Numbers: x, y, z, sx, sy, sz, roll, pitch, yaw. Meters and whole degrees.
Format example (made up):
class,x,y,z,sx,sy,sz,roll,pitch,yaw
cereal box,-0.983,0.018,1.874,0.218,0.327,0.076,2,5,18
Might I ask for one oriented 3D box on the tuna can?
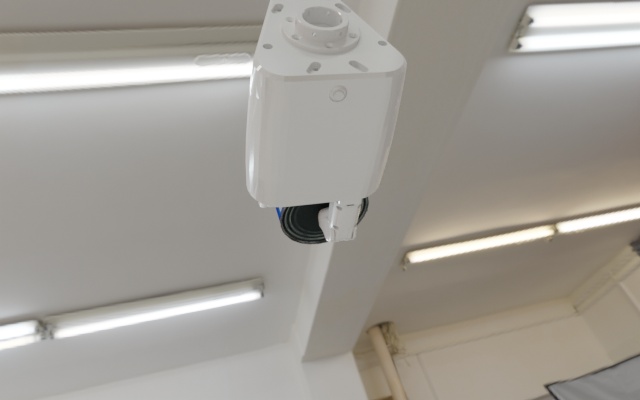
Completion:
class,x,y,z,sx,sy,sz,roll,pitch,yaw
tuna can,0.000,0.001,0.454,0.086,0.033,0.086,-12,-41,-11
